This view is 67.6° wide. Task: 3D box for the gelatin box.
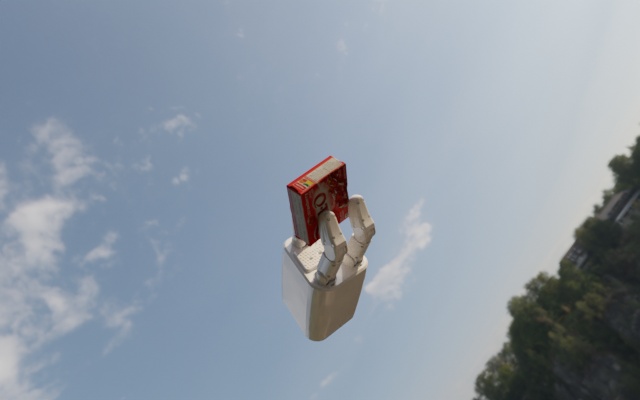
[{"bbox_3d":[0.000,0.001,0.577,0.073,0.089,0.030,-36,48,-28],"label":"gelatin box"}]
